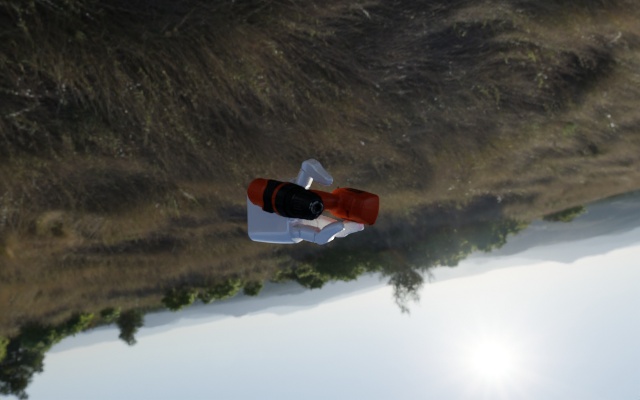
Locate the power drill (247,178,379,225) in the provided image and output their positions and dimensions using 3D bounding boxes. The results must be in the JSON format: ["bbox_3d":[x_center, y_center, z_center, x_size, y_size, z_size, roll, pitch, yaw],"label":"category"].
[{"bbox_3d":[0.000,0.003,0.753,0.187,0.057,0.184,8,5,-35],"label":"power drill"}]
